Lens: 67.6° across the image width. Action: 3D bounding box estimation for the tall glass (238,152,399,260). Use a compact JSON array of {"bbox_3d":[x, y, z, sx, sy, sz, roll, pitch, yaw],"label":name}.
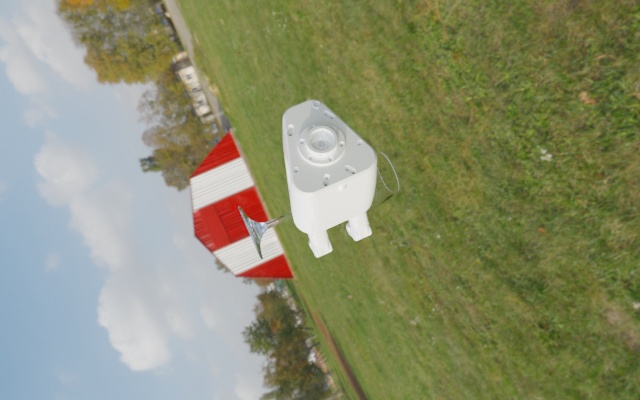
[{"bbox_3d":[-0.001,0.002,0.623,0.201,0.079,0.079,-24,4,-9],"label":"tall glass"}]
